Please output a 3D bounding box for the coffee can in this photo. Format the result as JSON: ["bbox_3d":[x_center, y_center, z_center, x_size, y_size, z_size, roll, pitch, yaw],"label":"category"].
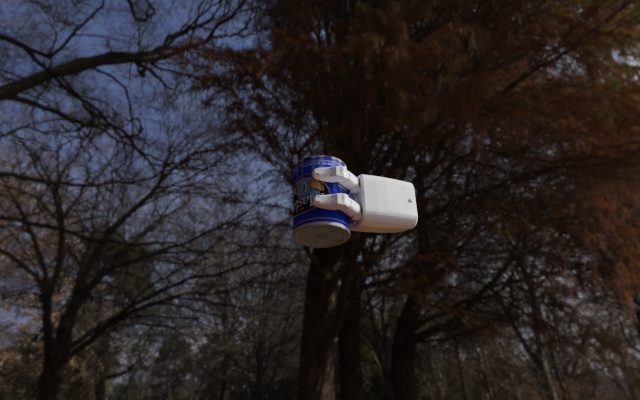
[{"bbox_3d":[0.000,0.003,0.875,0.103,0.140,0.103,-1,-27,-1],"label":"coffee can"}]
